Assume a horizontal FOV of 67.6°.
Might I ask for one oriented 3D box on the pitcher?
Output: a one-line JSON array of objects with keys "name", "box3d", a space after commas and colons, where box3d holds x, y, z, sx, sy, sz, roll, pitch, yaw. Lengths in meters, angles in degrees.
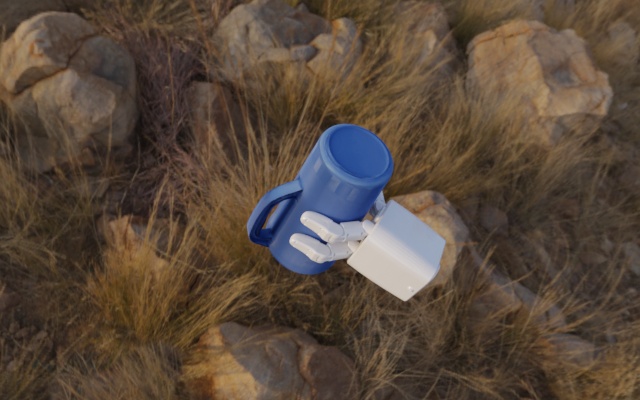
[{"name": "pitcher", "box3d": [0.000, 0.002, 0.713, 0.149, 0.145, 0.243, -49, -6, -40]}]
